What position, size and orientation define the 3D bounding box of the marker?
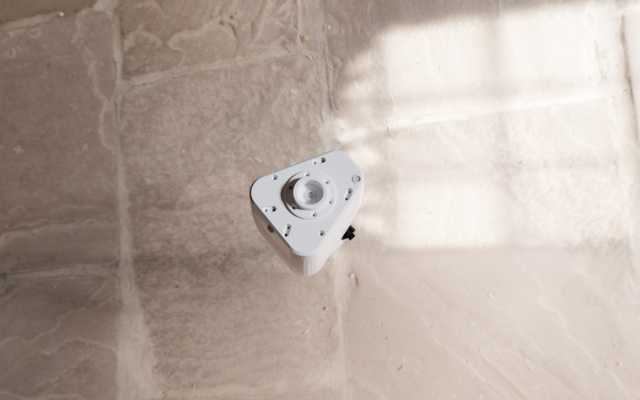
[{"bbox_3d":[0.000,0.002,0.593,0.020,0.121,0.020,-40,-12,-10],"label":"marker"}]
